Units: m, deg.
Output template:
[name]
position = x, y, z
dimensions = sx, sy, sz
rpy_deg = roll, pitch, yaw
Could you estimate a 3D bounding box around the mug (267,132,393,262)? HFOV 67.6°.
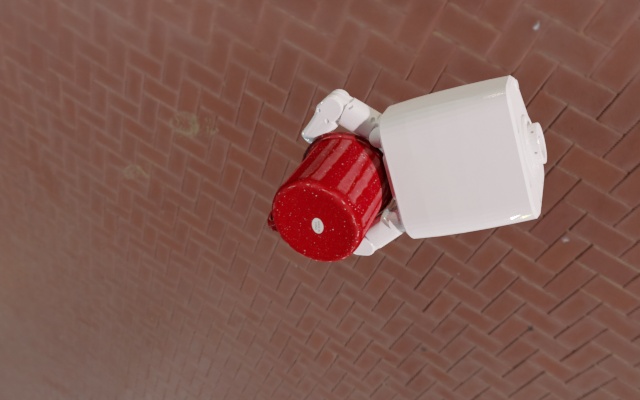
[mug]
position = -0.001, 0.002, 0.424
dimensions = 0.117, 0.093, 0.081
rpy_deg = -14, 25, 33
